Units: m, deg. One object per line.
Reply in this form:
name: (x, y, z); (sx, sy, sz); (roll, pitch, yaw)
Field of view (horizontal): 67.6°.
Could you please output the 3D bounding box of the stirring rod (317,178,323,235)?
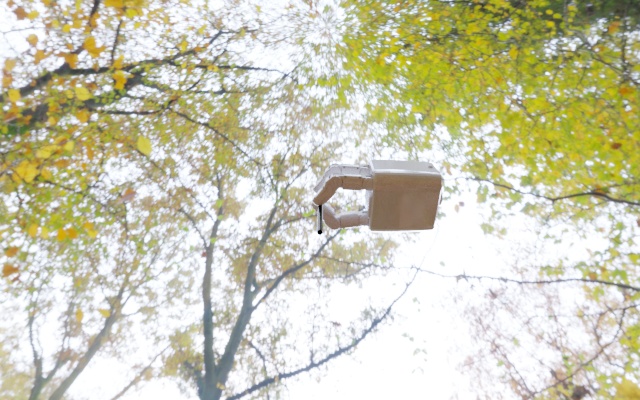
stirring rod: (0.000, 0.003, 0.760); (0.011, 0.011, 0.239); (0, 20, 1)
